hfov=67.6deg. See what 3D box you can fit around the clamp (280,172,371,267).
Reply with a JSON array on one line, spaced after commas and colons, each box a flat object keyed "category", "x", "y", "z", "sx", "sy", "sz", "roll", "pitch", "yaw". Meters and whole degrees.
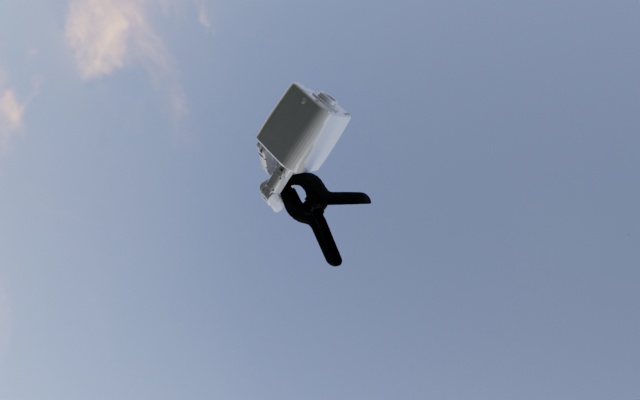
[{"category": "clamp", "x": 0.000, "y": 0.002, "z": 0.723, "sx": 0.171, "sy": 0.120, "sz": 0.039, "roll": 45, "pitch": 22, "yaw": 27}]
